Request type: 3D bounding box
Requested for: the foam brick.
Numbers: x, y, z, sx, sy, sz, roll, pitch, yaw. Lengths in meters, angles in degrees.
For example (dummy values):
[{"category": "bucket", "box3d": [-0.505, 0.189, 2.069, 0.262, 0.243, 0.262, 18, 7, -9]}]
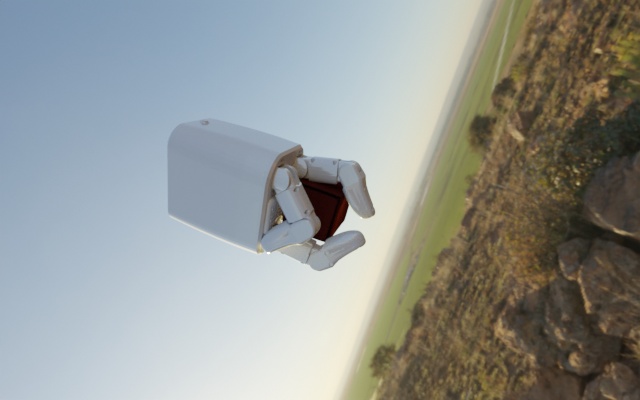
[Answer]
[{"category": "foam brick", "box3d": [0.000, 0.002, 0.502, 0.051, 0.053, 0.078, 19, 19, 10]}]
